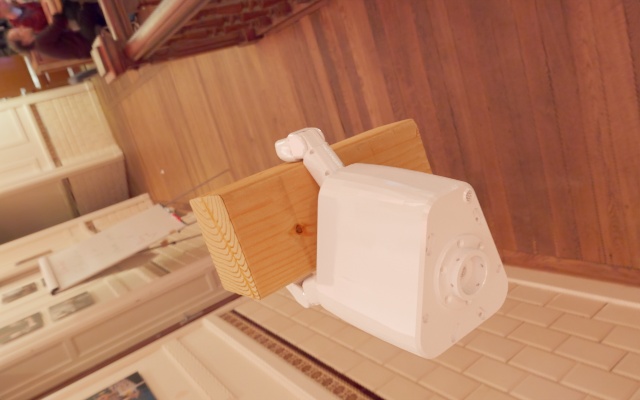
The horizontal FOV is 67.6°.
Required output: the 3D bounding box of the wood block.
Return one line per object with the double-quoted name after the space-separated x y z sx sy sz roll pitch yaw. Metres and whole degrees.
0.000 0.001 0.447 0.206 0.091 0.090 -24 9 -29 "wood block"
